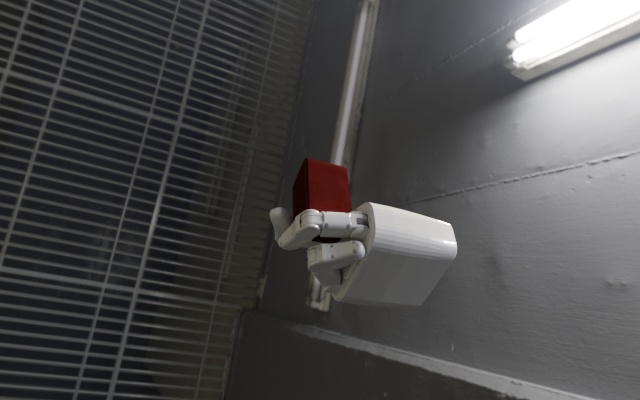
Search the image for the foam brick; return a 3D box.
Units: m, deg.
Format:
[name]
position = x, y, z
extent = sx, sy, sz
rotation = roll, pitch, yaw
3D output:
[foam brick]
position = 0.000, 0.001, 0.536
extent = 0.051, 0.078, 0.053
rotation = 9, -38, -17
